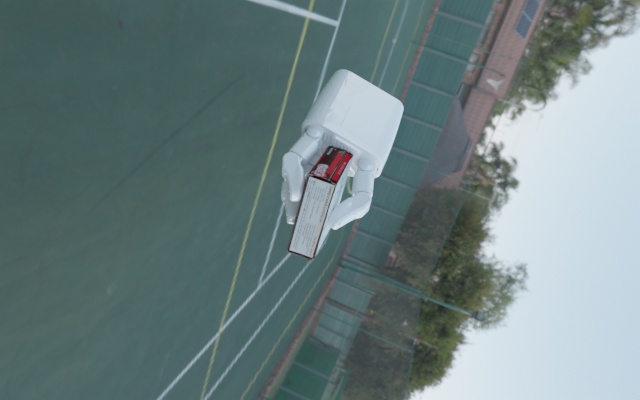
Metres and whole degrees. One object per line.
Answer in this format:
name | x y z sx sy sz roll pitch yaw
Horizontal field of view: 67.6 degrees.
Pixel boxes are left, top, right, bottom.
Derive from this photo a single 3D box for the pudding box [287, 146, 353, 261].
pudding box | 0.000 0.002 0.576 0.039 0.114 0.090 19 31 8
